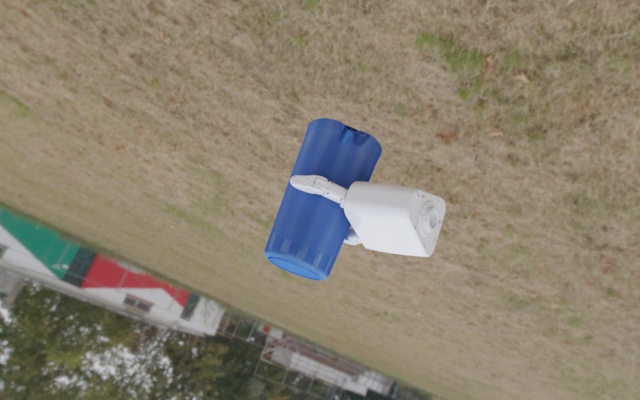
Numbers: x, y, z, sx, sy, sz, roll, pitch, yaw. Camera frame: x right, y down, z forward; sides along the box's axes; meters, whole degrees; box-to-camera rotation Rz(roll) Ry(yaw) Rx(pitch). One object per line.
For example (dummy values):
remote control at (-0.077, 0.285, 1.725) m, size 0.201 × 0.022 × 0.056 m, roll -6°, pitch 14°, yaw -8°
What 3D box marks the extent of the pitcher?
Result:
pitcher at (0.000, 0.003, 0.784) m, size 0.145 × 0.242 × 0.149 m, roll 7°, pitch -23°, yaw 39°
